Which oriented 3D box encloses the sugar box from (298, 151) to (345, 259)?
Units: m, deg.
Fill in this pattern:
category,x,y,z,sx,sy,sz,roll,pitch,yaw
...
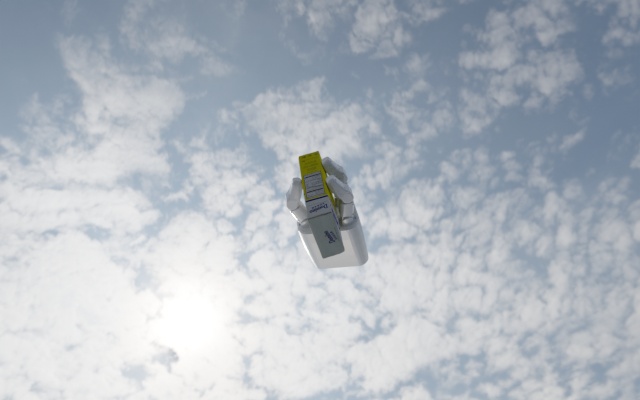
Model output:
category,x,y,z,sx,sy,sz,roll,pitch,yaw
sugar box,0.001,0.003,0.805,0.048,0.093,0.176,-18,39,2
